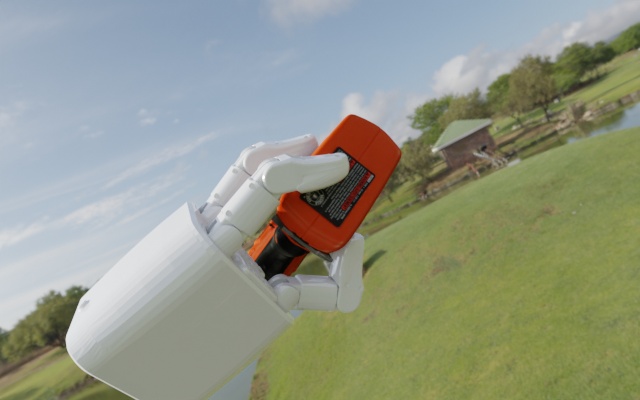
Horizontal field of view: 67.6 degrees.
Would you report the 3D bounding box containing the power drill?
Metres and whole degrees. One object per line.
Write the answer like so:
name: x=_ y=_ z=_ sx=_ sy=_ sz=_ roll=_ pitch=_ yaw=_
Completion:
power drill: x=0.000 y=0.001 z=0.422 sx=0.057 sy=0.184 sz=0.188 roll=35 pitch=-24 yaw=-2
